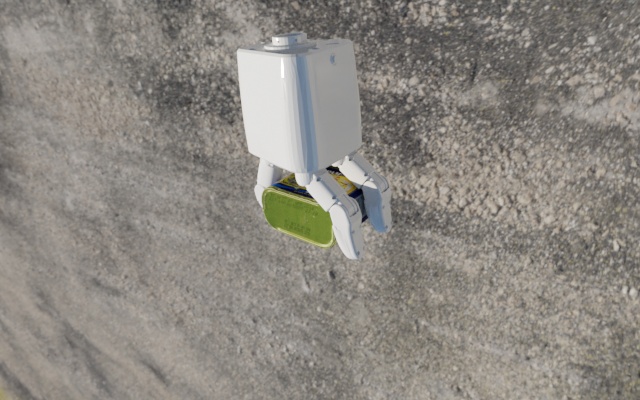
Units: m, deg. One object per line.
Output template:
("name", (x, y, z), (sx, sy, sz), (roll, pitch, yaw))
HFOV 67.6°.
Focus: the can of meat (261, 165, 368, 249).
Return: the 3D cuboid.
("can of meat", (0.000, 0.002, 0.512), (0.102, 0.057, 0.084), (17, 33, 32))
